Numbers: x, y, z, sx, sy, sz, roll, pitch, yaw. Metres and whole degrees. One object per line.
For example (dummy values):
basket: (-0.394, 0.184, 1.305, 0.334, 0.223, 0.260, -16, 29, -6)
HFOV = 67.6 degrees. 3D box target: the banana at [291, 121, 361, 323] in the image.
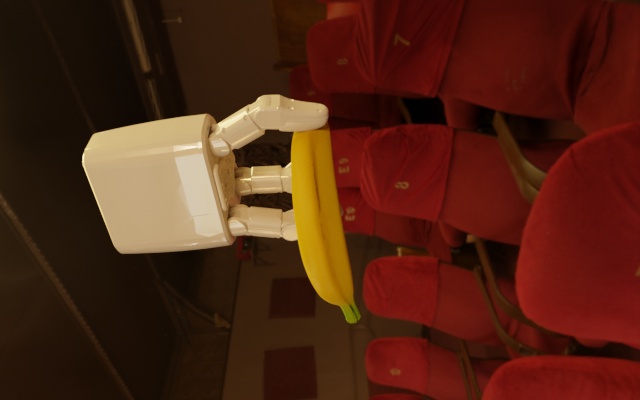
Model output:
banana: (-0.002, -0.002, 0.389, 0.037, 0.197, 0.070, -10, -22, 5)
